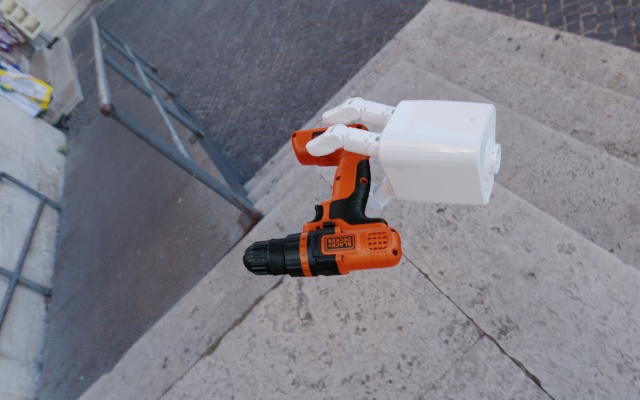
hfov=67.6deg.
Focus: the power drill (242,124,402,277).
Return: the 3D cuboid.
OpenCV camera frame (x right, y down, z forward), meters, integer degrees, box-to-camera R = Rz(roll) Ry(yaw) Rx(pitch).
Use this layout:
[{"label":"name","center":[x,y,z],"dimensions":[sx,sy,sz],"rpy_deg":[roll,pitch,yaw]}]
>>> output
[{"label":"power drill","center":[0.000,0.001,0.580],"dimensions":[0.184,0.187,0.057],"rpy_deg":[-5,-27,9]}]
